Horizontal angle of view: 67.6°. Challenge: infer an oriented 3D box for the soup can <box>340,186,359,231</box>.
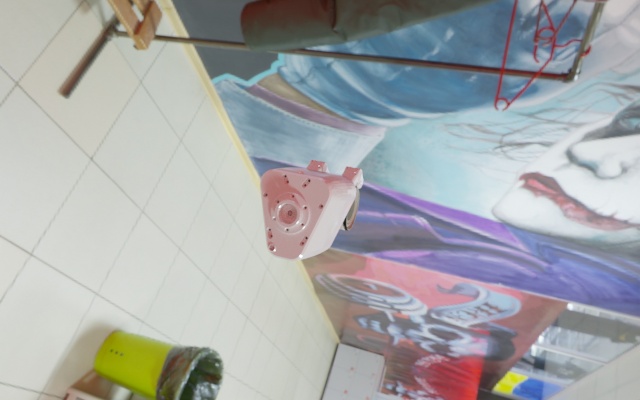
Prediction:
[{"bbox_3d":[0.001,0.002,0.711,0.102,0.068,0.068,11,3,17],"label":"soup can"}]
